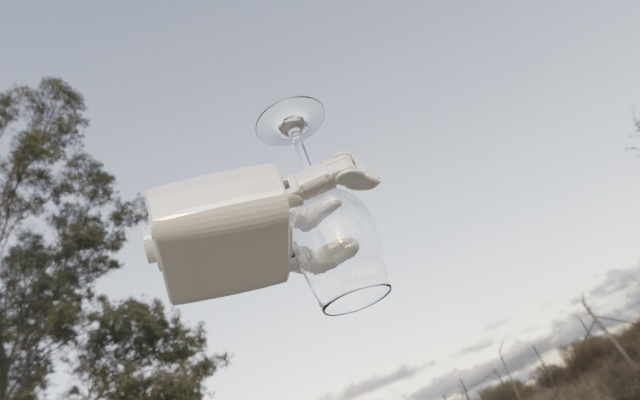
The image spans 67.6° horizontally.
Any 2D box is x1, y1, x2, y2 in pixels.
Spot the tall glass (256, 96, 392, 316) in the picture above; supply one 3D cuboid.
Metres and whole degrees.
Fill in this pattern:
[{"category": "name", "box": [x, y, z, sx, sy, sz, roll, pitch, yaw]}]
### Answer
[{"category": "tall glass", "box": [0.000, 0.001, 0.444, 0.079, 0.201, 0.079, -16, -28, -9]}]
